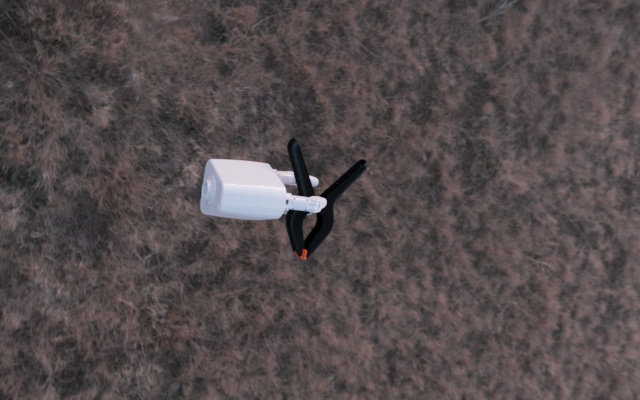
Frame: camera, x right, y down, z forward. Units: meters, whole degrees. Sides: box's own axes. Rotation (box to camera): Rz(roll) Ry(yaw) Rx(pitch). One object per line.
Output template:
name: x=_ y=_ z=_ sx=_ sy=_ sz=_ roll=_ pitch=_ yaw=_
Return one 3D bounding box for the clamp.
clamp: x=0.000 y=0.003 z=0.856 sx=0.164 sy=0.210 sz=0.036 roll=5 pitch=10 yaw=-30
